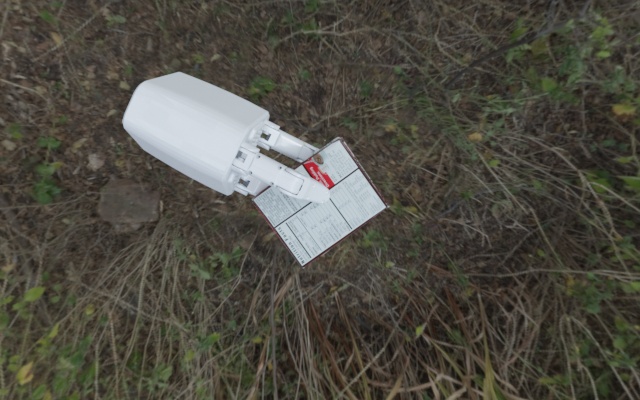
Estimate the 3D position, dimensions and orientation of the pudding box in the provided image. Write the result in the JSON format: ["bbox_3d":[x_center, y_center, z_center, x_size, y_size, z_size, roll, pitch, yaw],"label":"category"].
[{"bbox_3d":[0.000,0.002,0.493,0.113,0.090,0.039,-35,5,5],"label":"pudding box"}]
